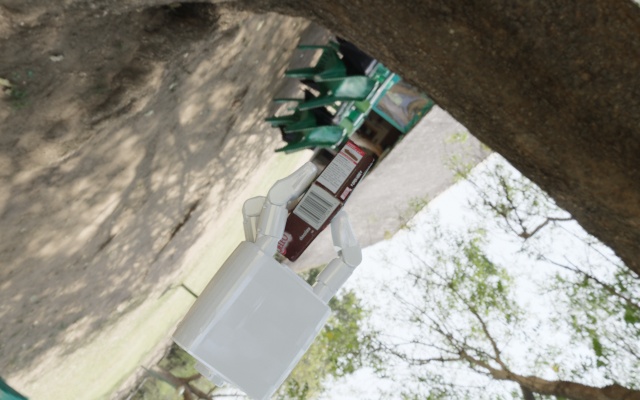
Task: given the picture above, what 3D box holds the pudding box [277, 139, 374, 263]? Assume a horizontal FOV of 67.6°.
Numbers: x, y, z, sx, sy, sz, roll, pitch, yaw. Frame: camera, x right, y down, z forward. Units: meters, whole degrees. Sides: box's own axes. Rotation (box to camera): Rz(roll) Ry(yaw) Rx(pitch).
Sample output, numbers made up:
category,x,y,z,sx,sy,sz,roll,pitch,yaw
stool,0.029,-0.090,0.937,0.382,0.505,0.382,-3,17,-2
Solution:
category,x,y,z,sx,sy,sz,roll,pitch,yaw
pudding box,0.000,0.002,0.498,0.113,0.039,0.090,-50,3,43
